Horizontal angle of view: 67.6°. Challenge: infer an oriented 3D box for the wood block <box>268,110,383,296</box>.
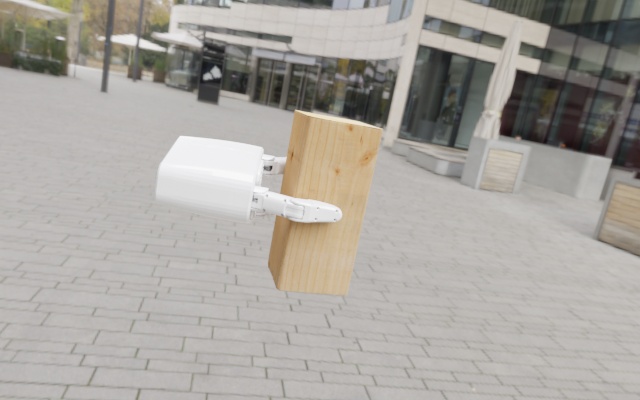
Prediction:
[{"bbox_3d":[0.000,0.002,0.589,0.090,0.206,0.090,7,13,-16],"label":"wood block"}]
